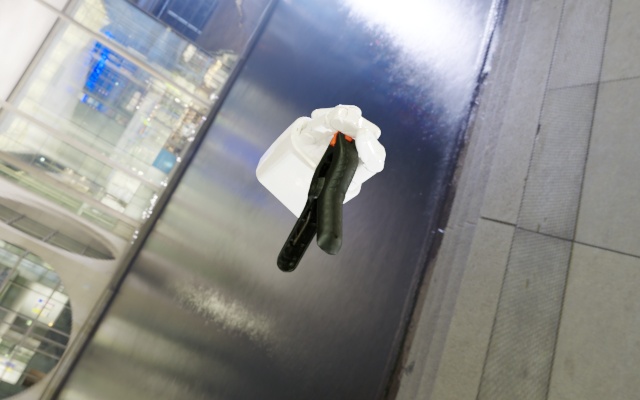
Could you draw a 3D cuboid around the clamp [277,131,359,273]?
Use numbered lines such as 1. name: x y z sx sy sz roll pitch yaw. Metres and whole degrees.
1. clamp: 0.000 0.001 0.531 0.039 0.171 0.120 34 -38 -21
